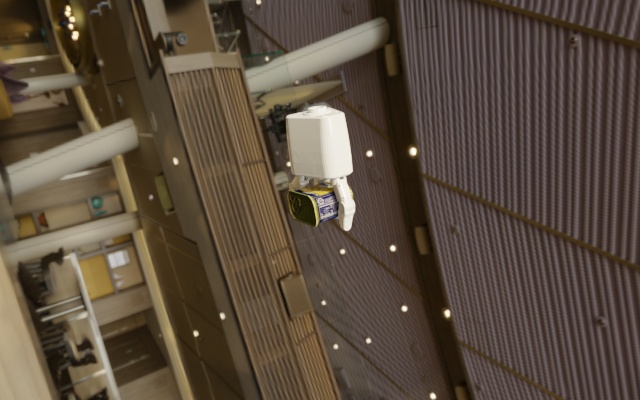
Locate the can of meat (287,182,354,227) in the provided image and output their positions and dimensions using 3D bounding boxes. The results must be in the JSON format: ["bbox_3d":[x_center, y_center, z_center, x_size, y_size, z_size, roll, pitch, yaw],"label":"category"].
[{"bbox_3d":[0.000,0.003,0.872,0.084,0.057,0.102,-18,18,-28],"label":"can of meat"}]
